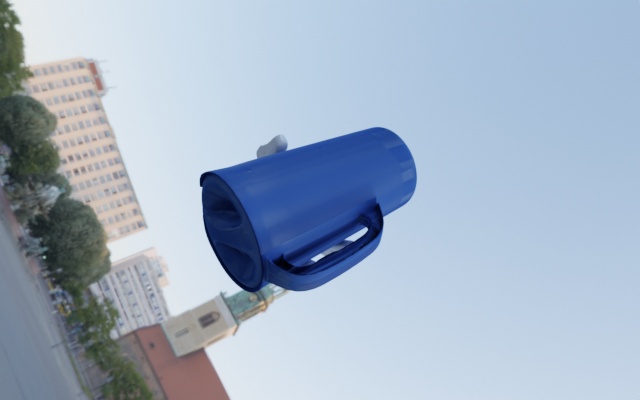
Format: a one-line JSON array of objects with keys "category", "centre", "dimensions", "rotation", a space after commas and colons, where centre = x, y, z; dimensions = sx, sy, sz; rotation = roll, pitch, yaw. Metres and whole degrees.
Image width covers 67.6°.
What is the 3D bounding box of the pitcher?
[{"category": "pitcher", "centre": [0.000, 0.002, 0.543], "dimensions": [0.243, 0.149, 0.145], "rotation": [-23, -1, -31]}]
